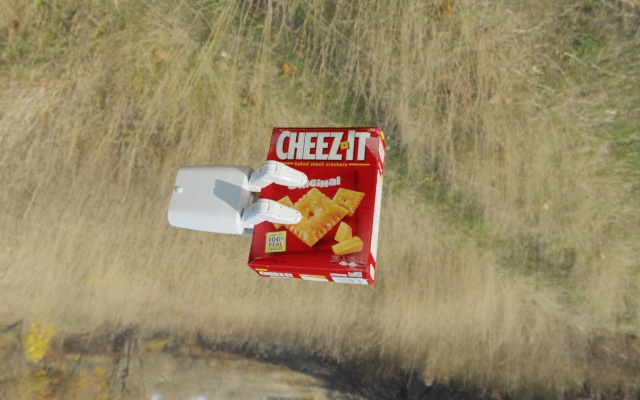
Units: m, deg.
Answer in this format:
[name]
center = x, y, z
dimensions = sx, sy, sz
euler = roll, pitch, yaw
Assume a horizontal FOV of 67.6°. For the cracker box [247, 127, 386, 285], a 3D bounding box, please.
[cracker box]
center = 0.000, 0.002, 0.669
dimensions = 0.164, 0.213, 0.072
euler = 2, -22, 13
